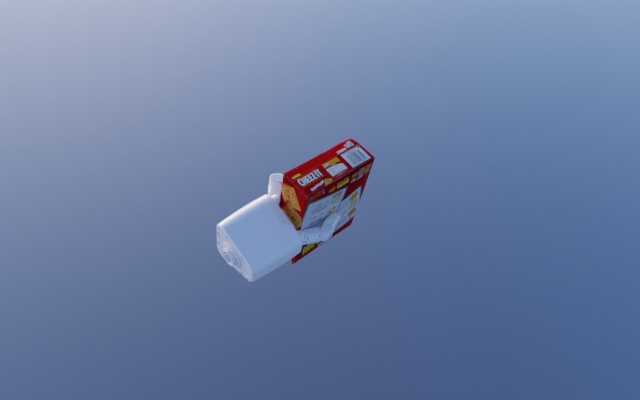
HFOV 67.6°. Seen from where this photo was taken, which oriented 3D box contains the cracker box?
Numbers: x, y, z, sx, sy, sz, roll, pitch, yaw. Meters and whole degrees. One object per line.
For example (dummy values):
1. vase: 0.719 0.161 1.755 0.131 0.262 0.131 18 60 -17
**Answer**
1. cracker box: 0.000 0.003 0.896 0.164 0.072 0.214 -31 -26 -30
